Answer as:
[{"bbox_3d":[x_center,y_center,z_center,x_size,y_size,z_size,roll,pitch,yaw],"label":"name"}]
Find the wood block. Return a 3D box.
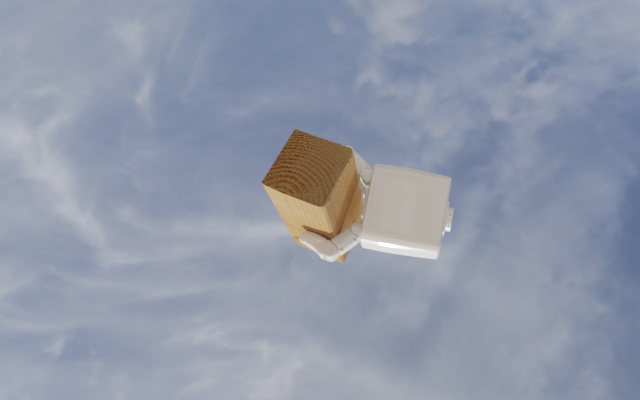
[{"bbox_3d":[0.000,0.003,0.684,0.090,0.090,0.206,21,-21,19],"label":"wood block"}]
